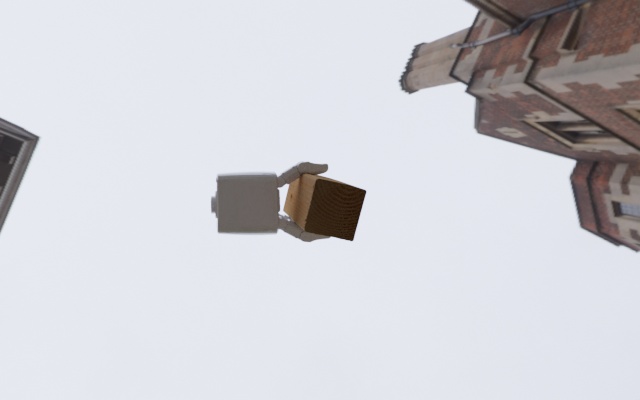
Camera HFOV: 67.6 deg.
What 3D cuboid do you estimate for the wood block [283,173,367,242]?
[{"bbox_3d":[0.000,0.002,0.868,0.090,0.091,0.206,13,5,-16],"label":"wood block"}]
